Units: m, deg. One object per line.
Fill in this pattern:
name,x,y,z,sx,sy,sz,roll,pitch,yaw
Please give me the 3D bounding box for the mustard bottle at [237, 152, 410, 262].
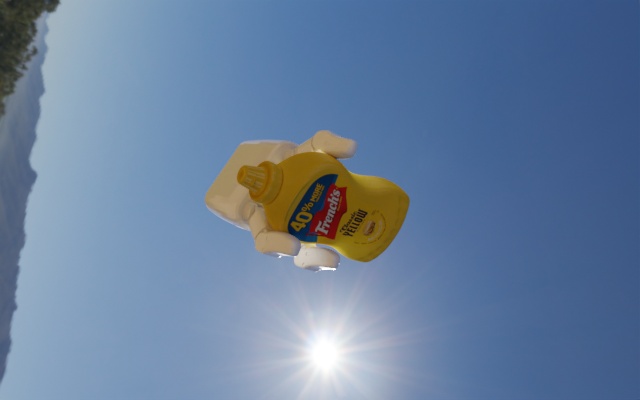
mustard bottle,0.000,0.002,0.494,0.192,0.096,0.058,20,21,-35
